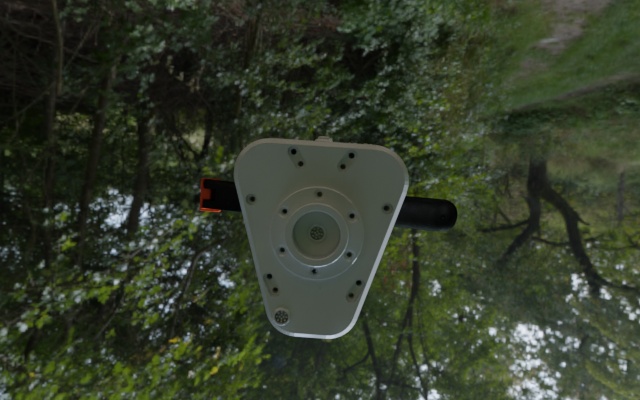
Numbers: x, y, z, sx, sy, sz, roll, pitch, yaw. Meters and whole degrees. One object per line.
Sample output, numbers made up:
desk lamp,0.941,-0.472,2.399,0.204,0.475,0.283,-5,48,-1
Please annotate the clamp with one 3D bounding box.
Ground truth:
clamp,-0.001,0.002,0.436,0.210,0.036,0.164,4,2,1
